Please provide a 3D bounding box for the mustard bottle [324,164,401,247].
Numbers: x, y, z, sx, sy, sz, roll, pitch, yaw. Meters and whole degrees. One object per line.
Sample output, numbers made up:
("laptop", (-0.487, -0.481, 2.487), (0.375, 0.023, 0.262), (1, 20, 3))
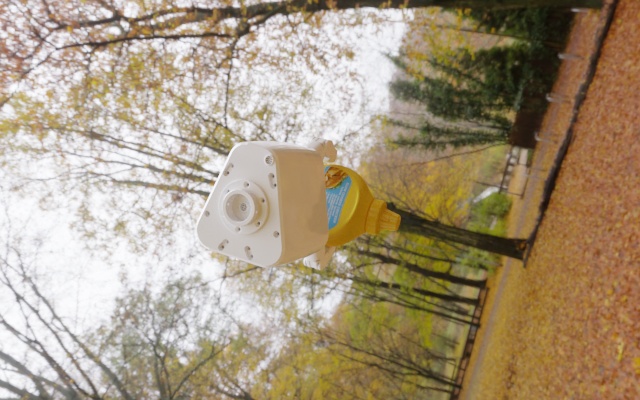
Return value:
("mustard bottle", (0.000, 0.002, 0.566), (0.191, 0.096, 0.058), (15, -16, 19))
